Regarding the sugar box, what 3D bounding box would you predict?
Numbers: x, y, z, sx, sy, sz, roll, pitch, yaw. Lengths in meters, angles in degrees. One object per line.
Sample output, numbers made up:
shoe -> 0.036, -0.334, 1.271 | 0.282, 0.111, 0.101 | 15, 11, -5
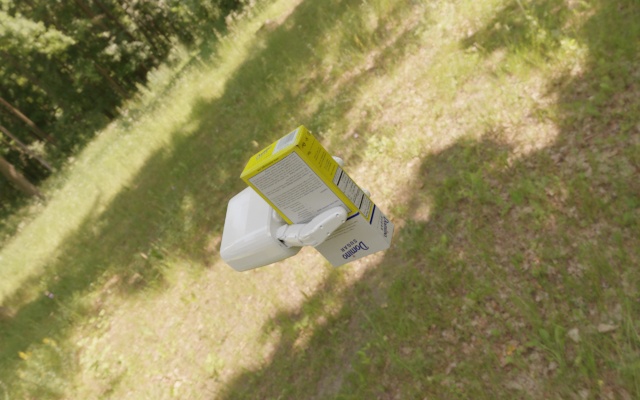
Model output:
sugar box -> 0.000, 0.001, 0.573 | 0.093, 0.048, 0.176 | -25, -58, 35
